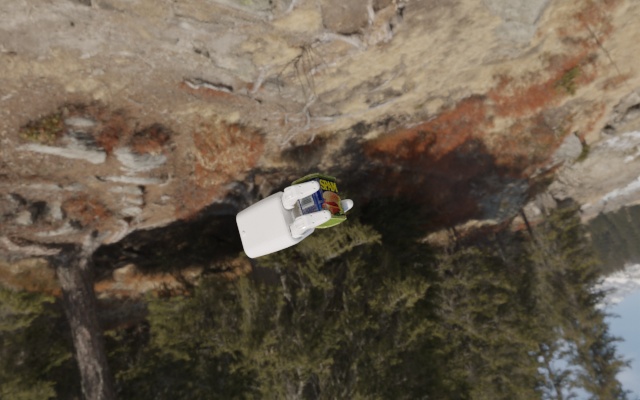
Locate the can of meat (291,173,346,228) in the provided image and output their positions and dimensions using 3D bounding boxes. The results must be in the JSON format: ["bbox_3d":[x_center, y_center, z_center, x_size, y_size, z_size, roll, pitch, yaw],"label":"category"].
[{"bbox_3d":[0.000,0.003,0.873,0.057,0.084,0.102,-22,-13,23],"label":"can of meat"}]
